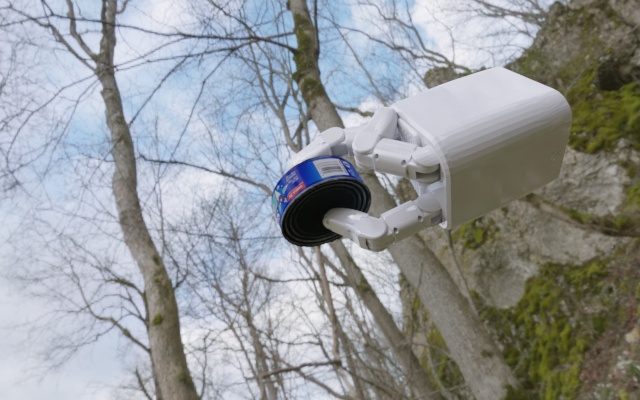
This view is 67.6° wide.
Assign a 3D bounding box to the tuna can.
[{"bbox_3d":[0.000,0.001,0.428,0.086,0.086,0.033,0,44,-31],"label":"tuna can"}]
